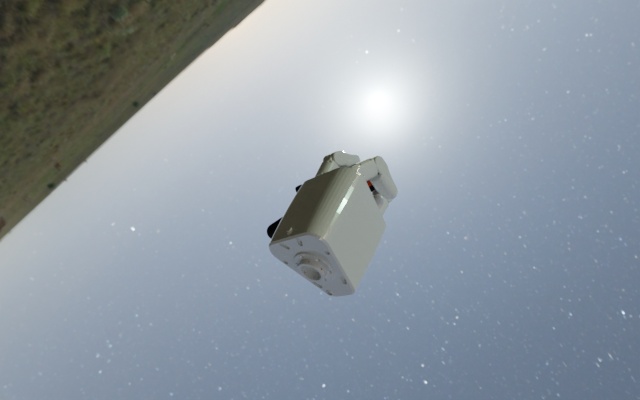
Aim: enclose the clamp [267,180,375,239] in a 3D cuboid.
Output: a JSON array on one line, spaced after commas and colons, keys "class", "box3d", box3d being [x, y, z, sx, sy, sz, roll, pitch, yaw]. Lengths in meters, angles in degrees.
[{"class": "clamp", "box3d": [0.001, 0.003, 0.662, 0.171, 0.120, 0.039, -19, -59, 45]}]
